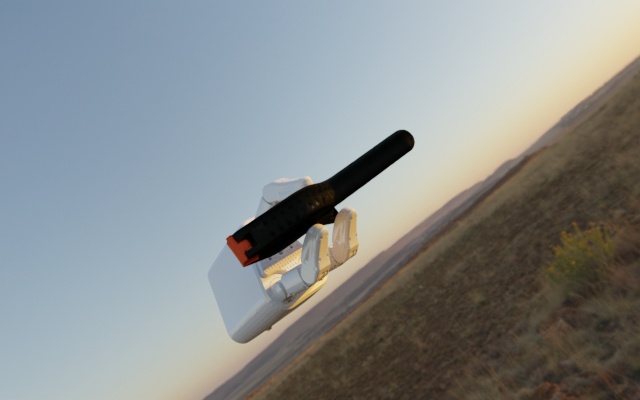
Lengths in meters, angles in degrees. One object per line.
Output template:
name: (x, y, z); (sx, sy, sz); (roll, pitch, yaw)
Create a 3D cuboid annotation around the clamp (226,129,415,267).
clamp: (-0.001, 0.001, 0.469); (0.210, 0.036, 0.165); (-26, -16, -50)
